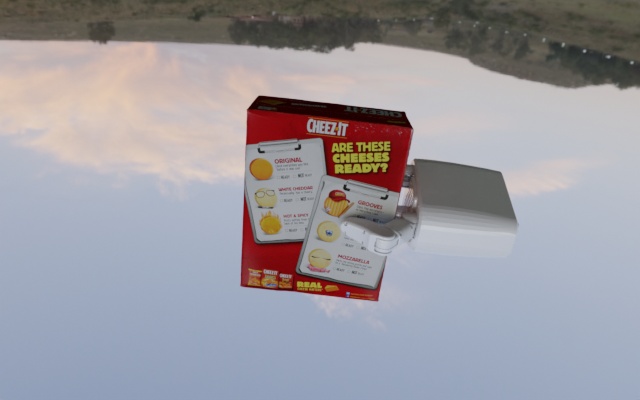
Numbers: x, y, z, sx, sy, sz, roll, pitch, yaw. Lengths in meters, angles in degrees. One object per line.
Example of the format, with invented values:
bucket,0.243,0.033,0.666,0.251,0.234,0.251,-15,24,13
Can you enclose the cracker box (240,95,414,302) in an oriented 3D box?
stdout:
cracker box,0.000,0.002,0.531,0.164,0.214,0.072,6,27,-1
